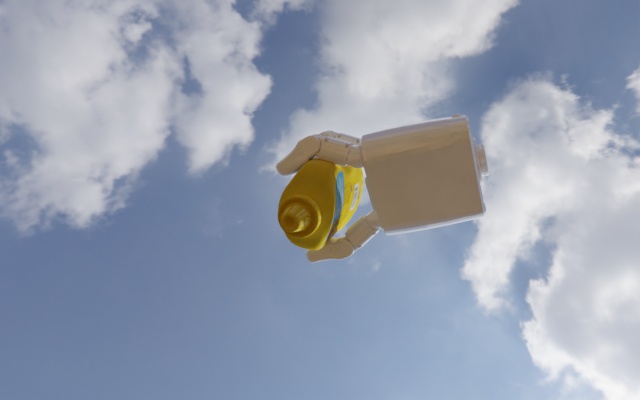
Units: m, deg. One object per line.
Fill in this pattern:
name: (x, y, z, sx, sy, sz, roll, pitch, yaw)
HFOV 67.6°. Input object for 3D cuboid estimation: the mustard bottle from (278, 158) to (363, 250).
mustard bottle: (0.000, 0.002, 0.517, 0.058, 0.096, 0.191, 15, 15, 13)
